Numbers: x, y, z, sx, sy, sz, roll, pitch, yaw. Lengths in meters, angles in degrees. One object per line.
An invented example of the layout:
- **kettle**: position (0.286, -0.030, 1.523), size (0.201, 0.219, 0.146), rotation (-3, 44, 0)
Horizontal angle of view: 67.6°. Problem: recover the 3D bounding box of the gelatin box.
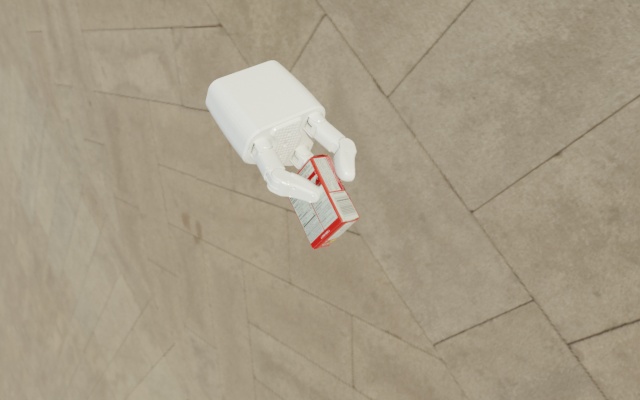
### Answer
- **gelatin box**: position (0.000, 0.002, 0.562), size (0.030, 0.089, 0.073), rotation (-11, -23, -37)
